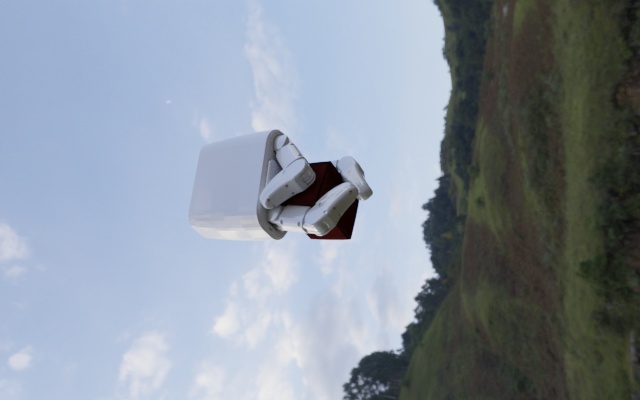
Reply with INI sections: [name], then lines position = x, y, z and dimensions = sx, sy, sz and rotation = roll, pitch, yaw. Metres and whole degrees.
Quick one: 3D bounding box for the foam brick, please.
[foam brick]
position = 0.000, 0.002, 0.515
dimensions = 0.051, 0.053, 0.078
rotation = -4, -36, 31
